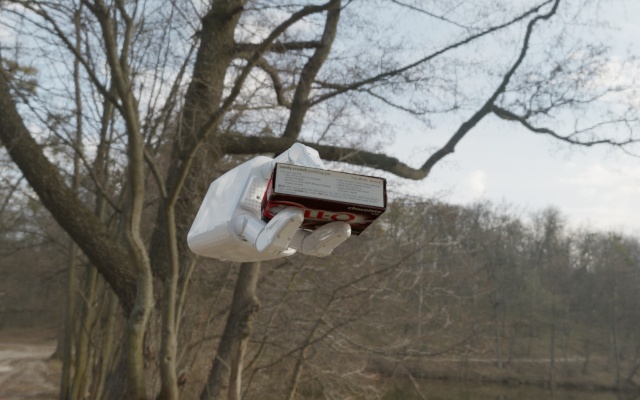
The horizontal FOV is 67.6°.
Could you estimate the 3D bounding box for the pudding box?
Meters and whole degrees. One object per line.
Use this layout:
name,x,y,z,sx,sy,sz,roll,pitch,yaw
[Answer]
pudding box,0.000,0.001,0.484,0.113,0.039,0.090,6,-20,-12
